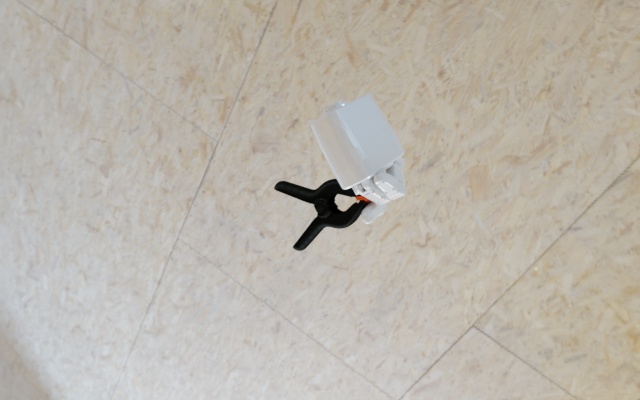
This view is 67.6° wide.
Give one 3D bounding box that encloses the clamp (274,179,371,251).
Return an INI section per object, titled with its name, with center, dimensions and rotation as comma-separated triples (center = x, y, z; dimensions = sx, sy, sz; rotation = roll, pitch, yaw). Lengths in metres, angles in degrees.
[clamp]
center = 0.000, 0.003, 0.762
dimensions = 0.171, 0.120, 0.039
rotation = -26, 4, 30
